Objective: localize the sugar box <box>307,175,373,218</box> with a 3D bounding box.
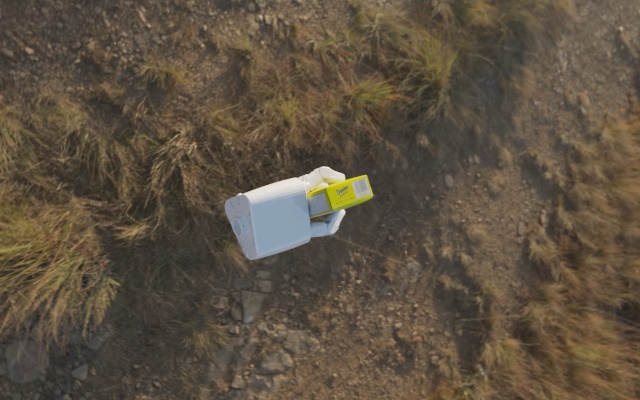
[{"bbox_3d":[0.000,0.002,0.835,0.093,0.048,0.176,-17,2,-36],"label":"sugar box"}]
